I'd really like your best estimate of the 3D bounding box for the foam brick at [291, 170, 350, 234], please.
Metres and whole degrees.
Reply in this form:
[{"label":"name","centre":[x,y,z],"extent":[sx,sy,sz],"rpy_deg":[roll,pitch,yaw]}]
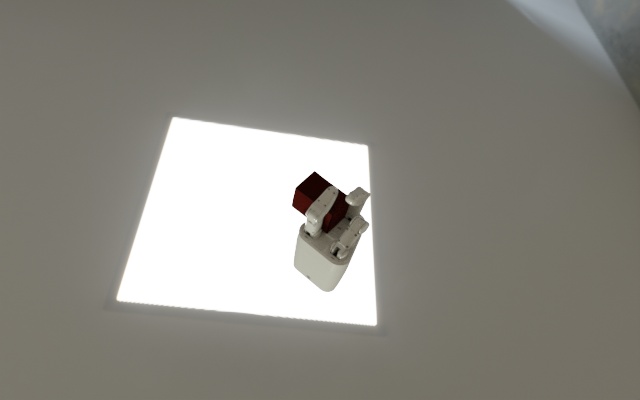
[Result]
[{"label":"foam brick","centre":[0.000,0.002,0.760],"extent":[0.078,0.051,0.053],"rpy_deg":[38,55,16]}]
